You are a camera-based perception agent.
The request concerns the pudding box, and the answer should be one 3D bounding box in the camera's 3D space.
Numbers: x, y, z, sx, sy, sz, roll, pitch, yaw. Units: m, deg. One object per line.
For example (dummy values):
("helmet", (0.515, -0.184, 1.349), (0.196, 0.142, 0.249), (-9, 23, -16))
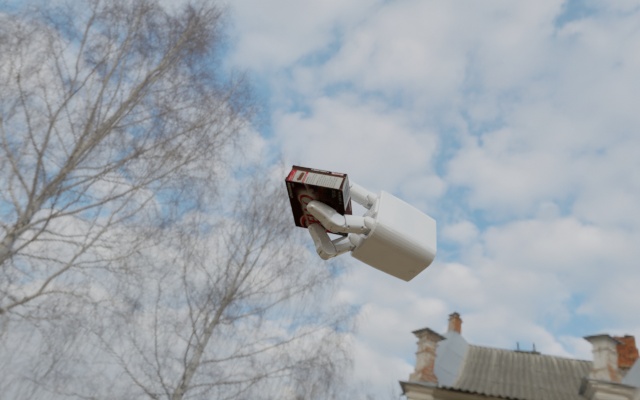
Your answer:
("pudding box", (0.000, 0.002, 0.729), (0.090, 0.039, 0.114), (10, -41, 17))
